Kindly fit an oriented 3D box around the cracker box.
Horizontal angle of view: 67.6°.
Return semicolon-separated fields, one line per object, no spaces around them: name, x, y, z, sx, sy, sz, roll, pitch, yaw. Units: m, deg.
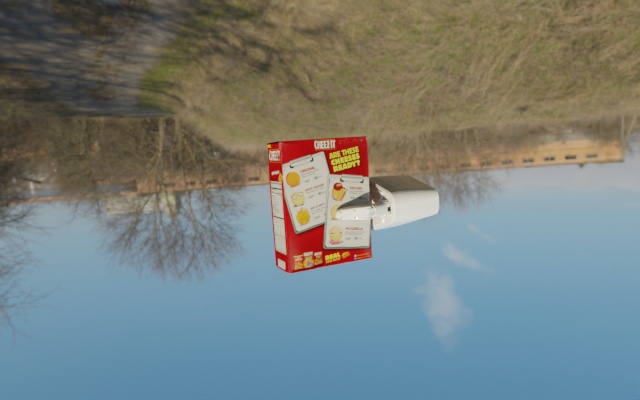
cracker box;0.000;0.003;0.814;0.164;0.214;0.072;-7;8;-27
